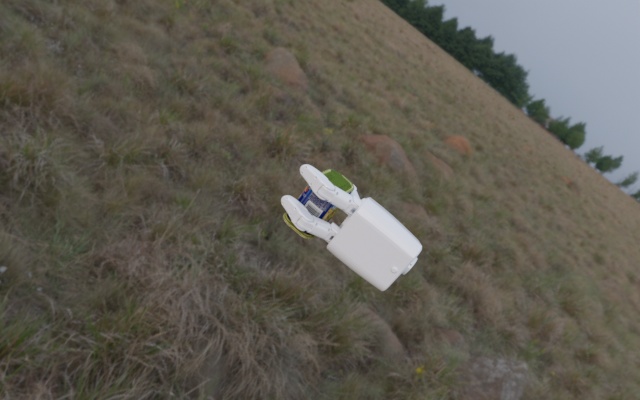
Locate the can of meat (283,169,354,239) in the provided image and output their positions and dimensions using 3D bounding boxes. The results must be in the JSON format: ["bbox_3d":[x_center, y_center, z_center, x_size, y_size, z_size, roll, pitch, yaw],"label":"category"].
[{"bbox_3d":[0.000,0.002,0.738,0.057,0.084,0.102,41,23,7],"label":"can of meat"}]
